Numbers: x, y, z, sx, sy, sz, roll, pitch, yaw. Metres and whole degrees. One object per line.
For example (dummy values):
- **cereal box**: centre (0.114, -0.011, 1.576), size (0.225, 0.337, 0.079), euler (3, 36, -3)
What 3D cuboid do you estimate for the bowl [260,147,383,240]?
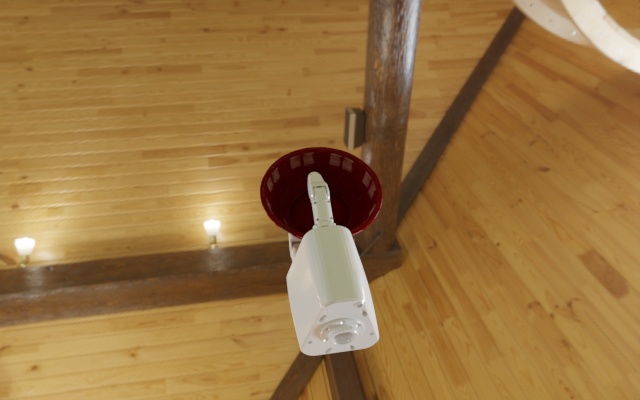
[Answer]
- **bowl**: centre (0.000, 0.001, 0.649), size (0.162, 0.162, 0.055), euler (0, -38, -4)
